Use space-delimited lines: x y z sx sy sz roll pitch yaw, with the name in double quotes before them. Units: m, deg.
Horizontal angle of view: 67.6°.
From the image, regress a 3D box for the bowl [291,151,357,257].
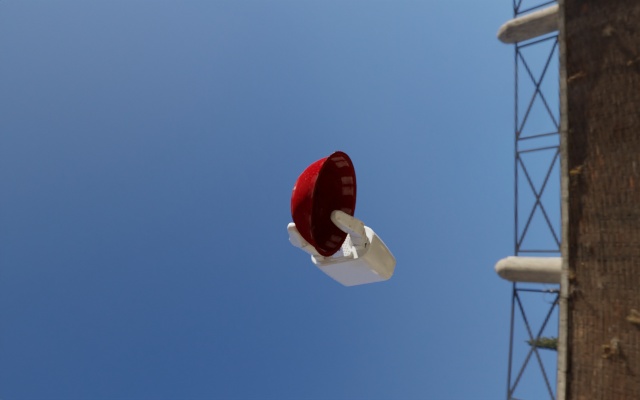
"bowl" -0.001 0.001 0.733 0.055 0.162 0.162 9 4 26
